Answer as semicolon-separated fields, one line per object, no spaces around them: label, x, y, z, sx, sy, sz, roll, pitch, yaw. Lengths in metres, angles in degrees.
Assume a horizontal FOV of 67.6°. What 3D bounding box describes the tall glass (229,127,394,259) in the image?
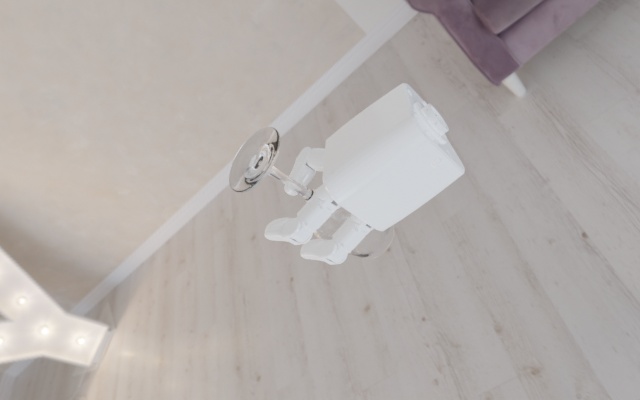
tall glass;0.000;0.001;0.533;0.079;0.079;0.201;0;-26;48
